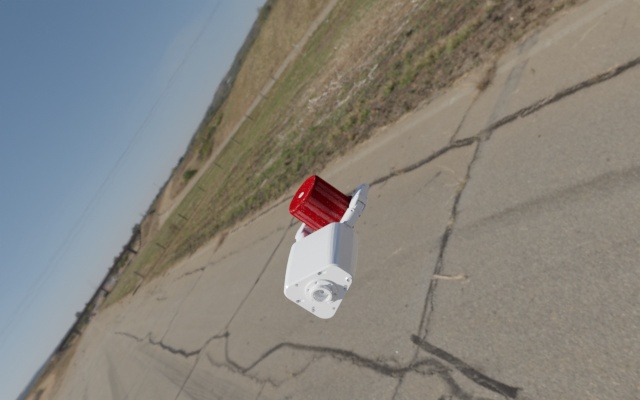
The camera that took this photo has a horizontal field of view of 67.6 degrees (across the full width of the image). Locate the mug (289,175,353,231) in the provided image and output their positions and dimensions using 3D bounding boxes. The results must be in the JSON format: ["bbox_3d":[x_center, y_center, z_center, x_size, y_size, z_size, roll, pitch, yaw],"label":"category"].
[{"bbox_3d":[0.000,0.002,0.842,0.081,0.093,0.117,35,30,-15],"label":"mug"}]
